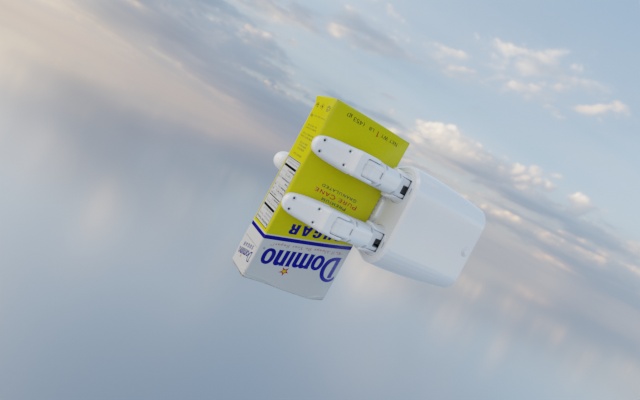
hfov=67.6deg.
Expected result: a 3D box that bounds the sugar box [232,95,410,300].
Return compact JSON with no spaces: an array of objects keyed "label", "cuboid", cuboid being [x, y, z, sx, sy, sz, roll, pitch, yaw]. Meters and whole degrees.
[{"label":"sugar box","cuboid":[0.000,0.002,0.446,0.093,0.176,0.048,24,5,-30]}]
